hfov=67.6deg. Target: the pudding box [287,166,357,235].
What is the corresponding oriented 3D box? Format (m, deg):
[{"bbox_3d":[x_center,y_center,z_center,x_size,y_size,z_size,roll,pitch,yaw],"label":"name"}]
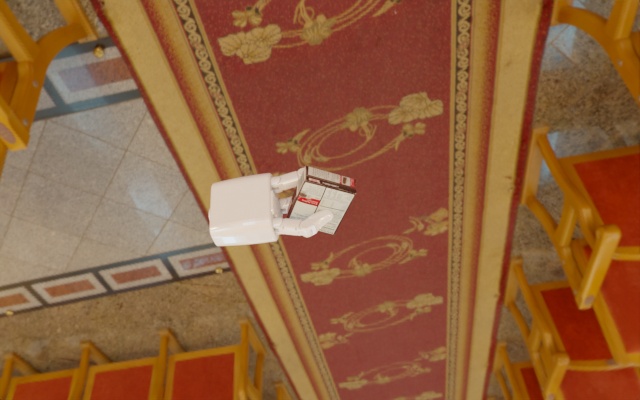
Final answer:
[{"bbox_3d":[0.000,0.003,0.799,0.090,0.039,0.114,14,-44,-12],"label":"pudding box"}]
